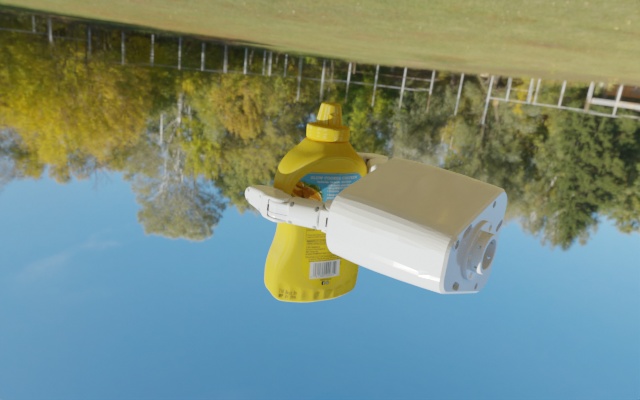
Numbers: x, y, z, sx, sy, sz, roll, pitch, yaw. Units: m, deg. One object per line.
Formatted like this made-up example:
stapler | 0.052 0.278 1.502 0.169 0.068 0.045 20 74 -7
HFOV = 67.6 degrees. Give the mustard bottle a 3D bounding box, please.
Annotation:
mustard bottle | 0.000 0.002 0.469 0.096 0.192 0.058 -2 18 -26
